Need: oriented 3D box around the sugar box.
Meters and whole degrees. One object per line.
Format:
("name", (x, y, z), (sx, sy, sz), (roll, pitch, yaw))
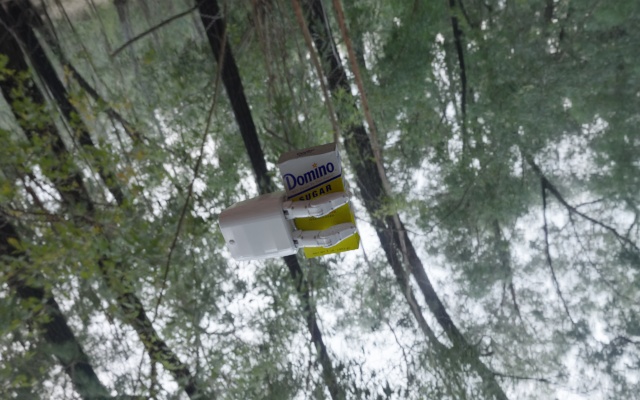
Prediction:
("sugar box", (0.000, 0.003, 0.761), (0.093, 0.176, 0.048), (-12, 27, 10))
